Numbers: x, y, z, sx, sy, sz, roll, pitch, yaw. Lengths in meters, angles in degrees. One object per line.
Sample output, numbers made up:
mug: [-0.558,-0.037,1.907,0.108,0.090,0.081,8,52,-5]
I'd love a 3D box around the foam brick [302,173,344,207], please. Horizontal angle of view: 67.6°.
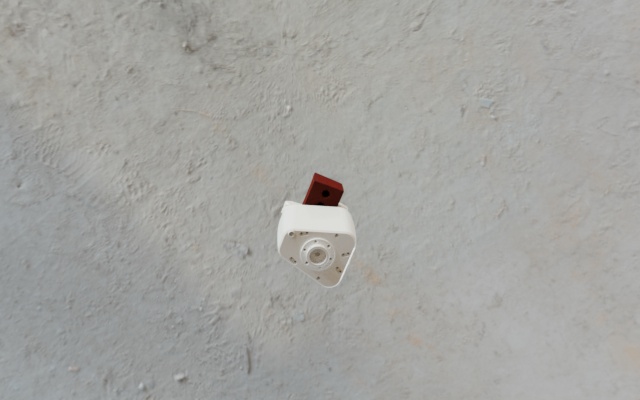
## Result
foam brick: [0.000,0.002,0.794,0.053,0.078,0.051,20,15,-7]
